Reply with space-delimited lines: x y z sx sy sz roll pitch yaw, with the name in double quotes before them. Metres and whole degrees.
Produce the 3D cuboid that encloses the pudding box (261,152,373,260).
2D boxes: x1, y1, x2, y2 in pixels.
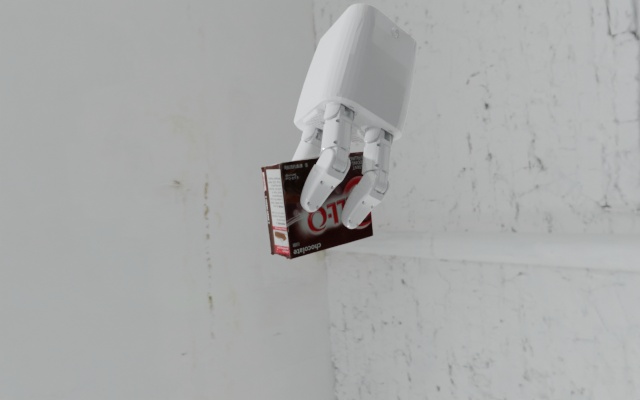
"pudding box" 0.000 0.001 0.475 0.113 0.090 0.039 -11 8 -37
